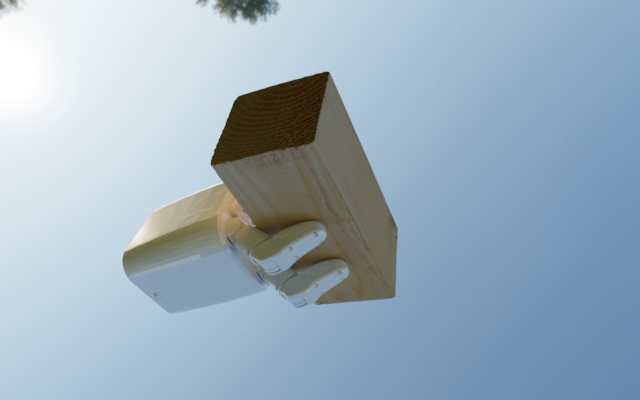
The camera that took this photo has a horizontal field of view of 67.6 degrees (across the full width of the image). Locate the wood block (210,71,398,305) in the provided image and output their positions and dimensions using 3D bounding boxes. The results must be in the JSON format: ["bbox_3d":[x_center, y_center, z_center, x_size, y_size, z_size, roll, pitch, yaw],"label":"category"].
[{"bbox_3d":[0.000,0.001,0.437,0.090,0.090,0.206,-10,-45,21],"label":"wood block"}]
